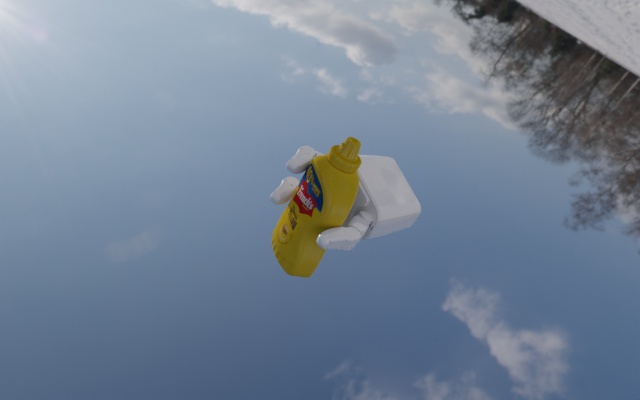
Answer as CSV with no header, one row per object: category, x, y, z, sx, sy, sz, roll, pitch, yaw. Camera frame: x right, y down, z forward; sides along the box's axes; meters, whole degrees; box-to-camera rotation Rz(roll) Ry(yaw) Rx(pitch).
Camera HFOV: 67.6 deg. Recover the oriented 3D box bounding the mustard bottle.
mustard bottle,0.000,0.002,0.605,0.058,0.192,0.096,13,35,-26
